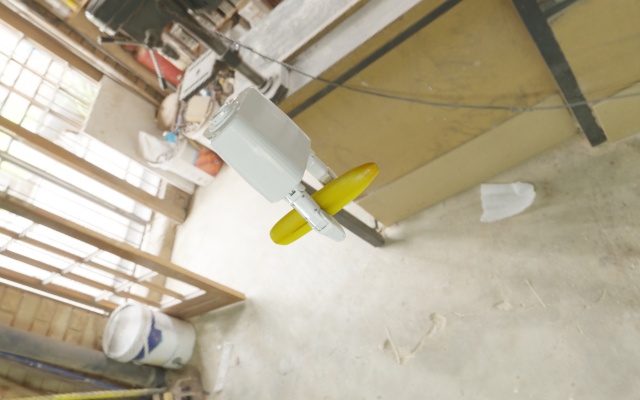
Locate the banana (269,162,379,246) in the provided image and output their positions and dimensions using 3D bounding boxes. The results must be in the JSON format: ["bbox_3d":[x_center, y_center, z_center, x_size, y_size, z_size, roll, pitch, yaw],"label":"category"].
[{"bbox_3d":[-0.009,0.012,0.623,0.198,0.037,0.069,-36,8,34],"label":"banana"}]
